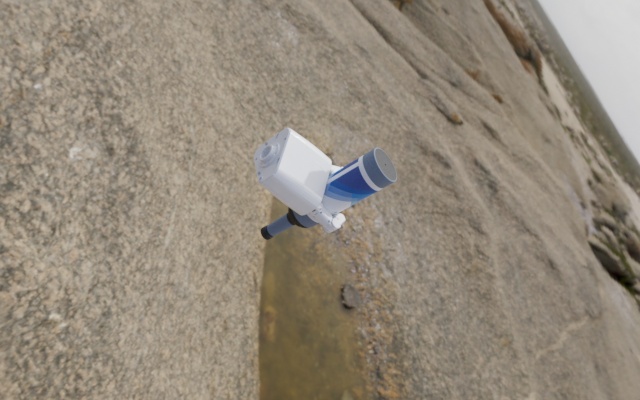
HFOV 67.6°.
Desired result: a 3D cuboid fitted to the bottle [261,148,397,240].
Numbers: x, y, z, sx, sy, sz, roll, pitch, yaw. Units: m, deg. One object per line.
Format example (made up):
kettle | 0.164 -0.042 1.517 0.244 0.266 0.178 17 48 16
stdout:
bottle | 0.000 0.003 0.880 0.296 0.069 0.069 -30 -16 30
